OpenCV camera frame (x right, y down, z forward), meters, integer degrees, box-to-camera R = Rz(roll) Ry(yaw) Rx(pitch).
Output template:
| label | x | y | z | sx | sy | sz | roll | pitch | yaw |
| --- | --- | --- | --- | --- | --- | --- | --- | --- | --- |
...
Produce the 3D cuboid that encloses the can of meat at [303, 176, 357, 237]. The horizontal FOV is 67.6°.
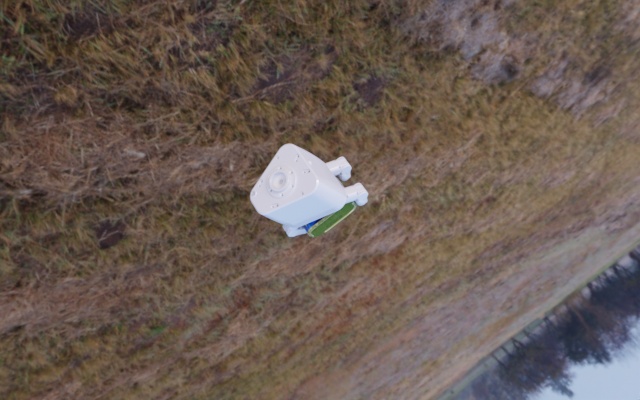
| label | x | y | z | sx | sy | sz | roll | pitch | yaw |
| --- | --- | --- | --- | --- | --- | --- | --- | --- | --- |
| can of meat | 0.000 | 0.003 | 0.829 | 0.102 | 0.084 | 0.057 | -39 | -24 | 9 |
